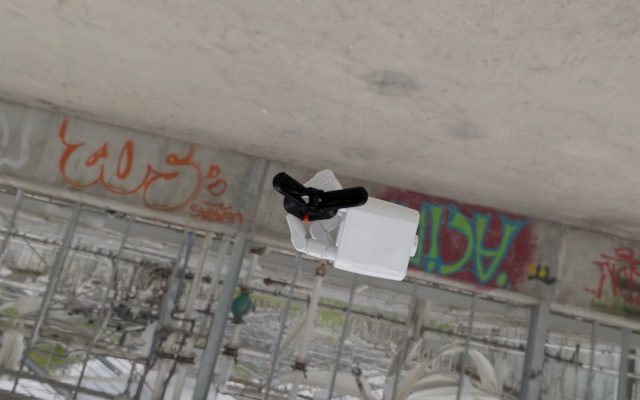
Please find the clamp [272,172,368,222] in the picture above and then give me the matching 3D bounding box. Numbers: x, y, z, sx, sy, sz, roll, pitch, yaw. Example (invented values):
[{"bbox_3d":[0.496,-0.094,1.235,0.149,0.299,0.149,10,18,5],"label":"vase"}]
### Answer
[{"bbox_3d":[0.000,0.003,0.658,0.120,0.039,0.171,14,-11,3],"label":"clamp"}]
